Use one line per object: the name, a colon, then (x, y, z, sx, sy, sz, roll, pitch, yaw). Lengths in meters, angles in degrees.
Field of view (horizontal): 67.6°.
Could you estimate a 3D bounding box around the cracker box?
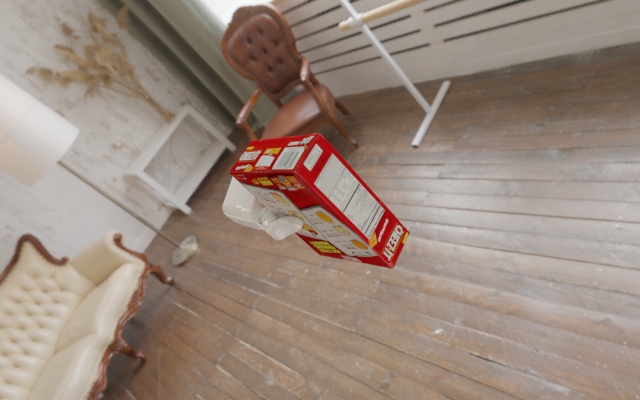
cracker box: (0.000, 0.002, 0.671, 0.164, 0.072, 0.214, 3, -34, 51)
